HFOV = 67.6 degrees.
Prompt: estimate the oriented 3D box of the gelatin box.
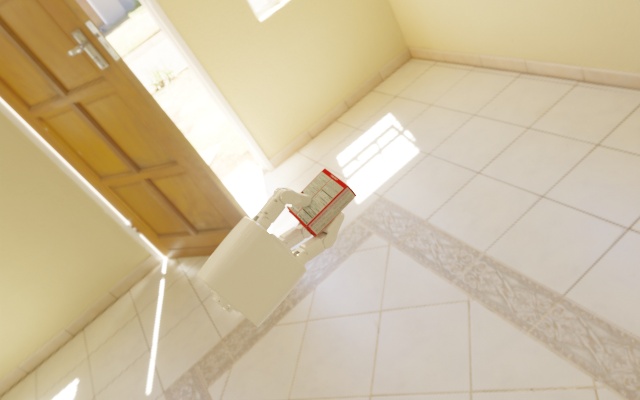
[{"bbox_3d":[0.000,0.002,0.717,0.030,0.089,0.073,46,-3,-37],"label":"gelatin box"}]
